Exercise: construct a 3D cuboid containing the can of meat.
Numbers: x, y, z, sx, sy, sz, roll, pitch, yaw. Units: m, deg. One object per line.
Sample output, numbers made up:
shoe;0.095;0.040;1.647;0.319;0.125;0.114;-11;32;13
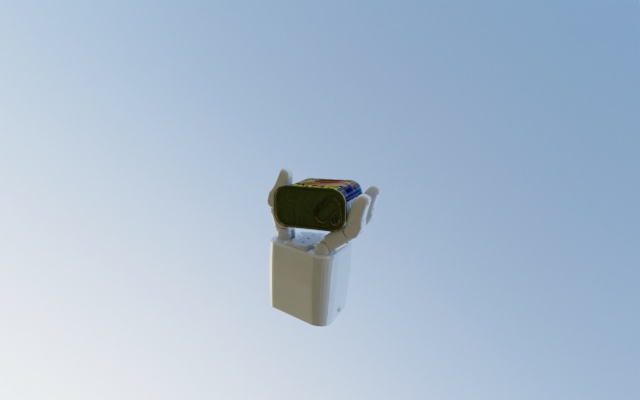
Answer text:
can of meat;0.000;0.002;0.655;0.102;0.057;0.084;5;13;22
